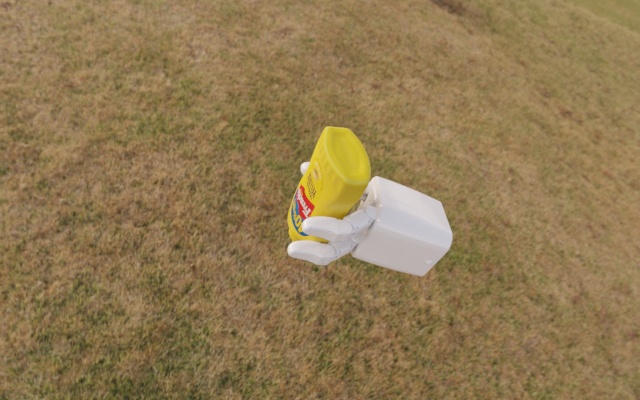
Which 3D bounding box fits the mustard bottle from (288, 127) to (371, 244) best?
[{"bbox_3d":[0.000,0.002,0.624,0.058,0.096,0.192,0,-38,-25],"label":"mustard bottle"}]
